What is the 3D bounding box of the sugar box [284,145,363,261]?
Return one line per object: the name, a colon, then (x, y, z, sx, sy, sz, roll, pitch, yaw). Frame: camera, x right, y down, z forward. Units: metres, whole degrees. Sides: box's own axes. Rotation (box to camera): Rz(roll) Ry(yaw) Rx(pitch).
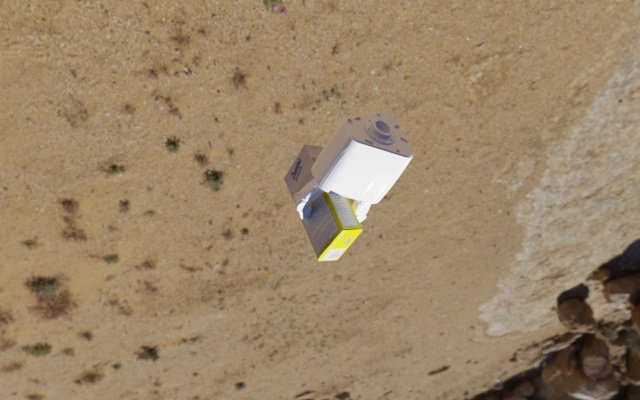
sugar box: (0.001, 0.003, 0.792, 0.048, 0.176, 0.093, 1, -37, -32)
